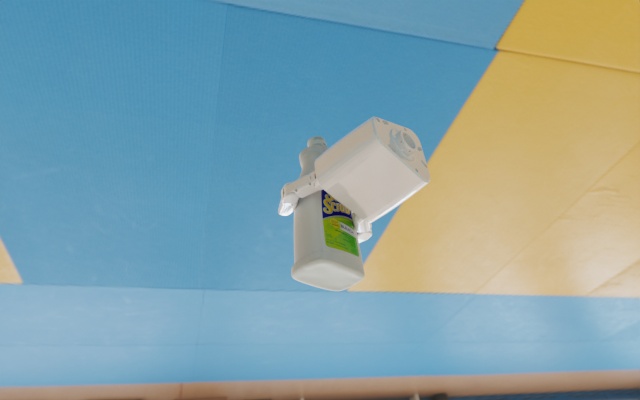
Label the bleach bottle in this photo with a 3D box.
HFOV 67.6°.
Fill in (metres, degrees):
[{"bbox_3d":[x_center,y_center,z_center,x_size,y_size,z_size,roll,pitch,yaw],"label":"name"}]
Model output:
[{"bbox_3d":[0.000,0.002,0.705,0.102,0.250,0.068,25,-46,-37],"label":"bleach bottle"}]
